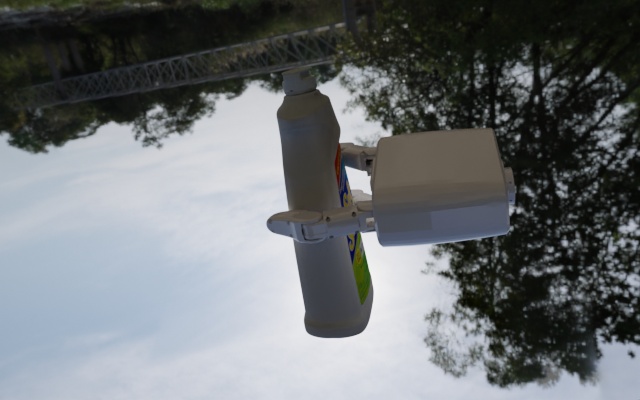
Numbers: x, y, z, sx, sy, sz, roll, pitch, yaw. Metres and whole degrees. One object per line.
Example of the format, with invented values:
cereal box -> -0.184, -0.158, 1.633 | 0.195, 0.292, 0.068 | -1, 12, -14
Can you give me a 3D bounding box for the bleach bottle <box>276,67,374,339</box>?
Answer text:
bleach bottle -> 0.000, 0.002, 0.464 | 0.068, 0.251, 0.102 | -5, 21, 16
